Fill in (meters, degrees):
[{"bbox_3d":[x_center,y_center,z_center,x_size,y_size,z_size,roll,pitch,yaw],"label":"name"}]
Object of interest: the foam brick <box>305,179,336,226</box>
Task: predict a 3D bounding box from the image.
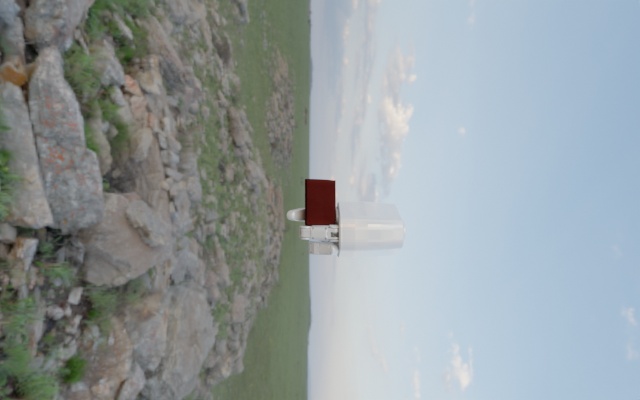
[{"bbox_3d":[0.000,0.002,0.811,0.051,0.078,0.053,0,2,1],"label":"foam brick"}]
